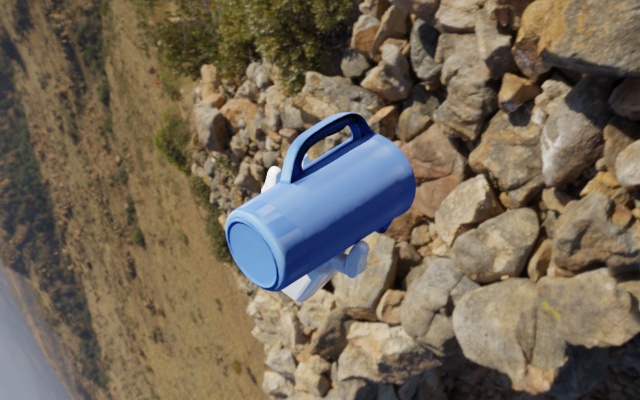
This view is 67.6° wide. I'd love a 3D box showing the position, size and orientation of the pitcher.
[{"bbox_3d":[0.000,0.002,0.614,0.242,0.149,0.145,-31,-17,-37],"label":"pitcher"}]
